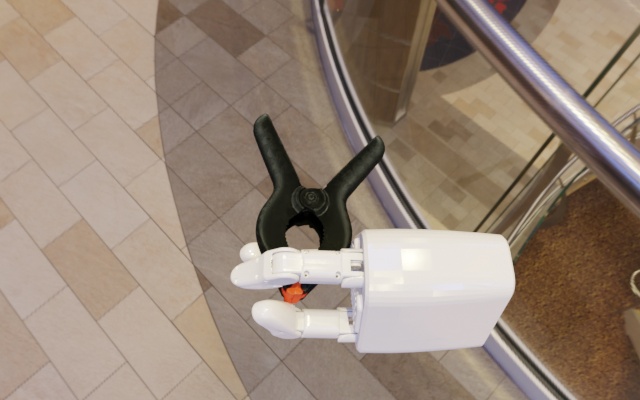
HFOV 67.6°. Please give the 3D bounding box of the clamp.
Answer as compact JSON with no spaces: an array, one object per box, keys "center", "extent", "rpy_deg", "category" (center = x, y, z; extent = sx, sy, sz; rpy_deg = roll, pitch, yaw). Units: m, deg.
[{"center":[0.000,0.001,0.405],"extent":[0.120,0.171,0.039],"rpy_deg":[0,-25,-2],"category":"clamp"}]
